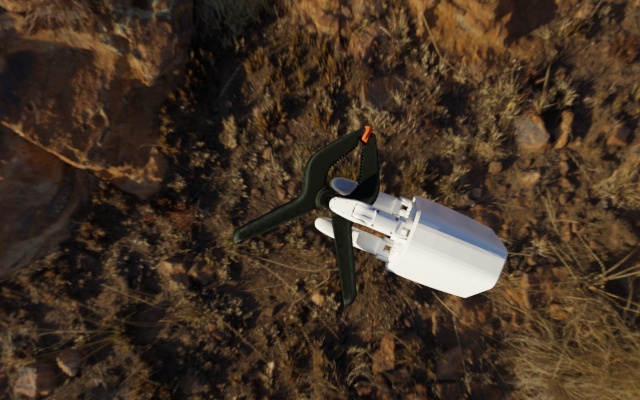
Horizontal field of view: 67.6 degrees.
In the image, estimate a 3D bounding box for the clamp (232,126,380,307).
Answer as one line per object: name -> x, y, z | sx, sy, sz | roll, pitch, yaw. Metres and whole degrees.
clamp -> 0.001, 0.001, 0.574 | 0.164, 0.210, 0.036 | 22, -2, -1
